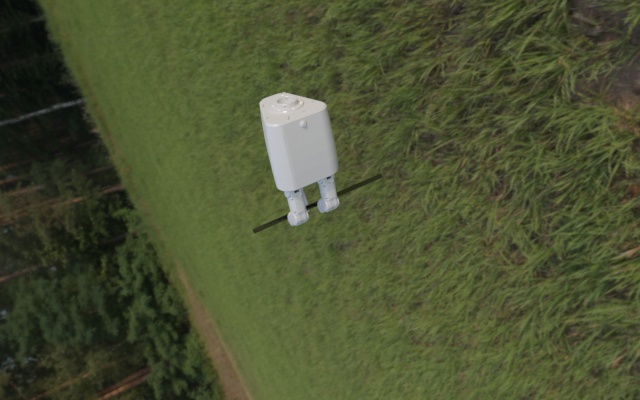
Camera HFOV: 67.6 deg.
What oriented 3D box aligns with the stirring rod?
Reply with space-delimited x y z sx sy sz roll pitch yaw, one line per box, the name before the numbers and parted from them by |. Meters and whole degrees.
stirring rod | 0.000 0.002 0.784 0.239 0.011 0.011 -24 8 -19
